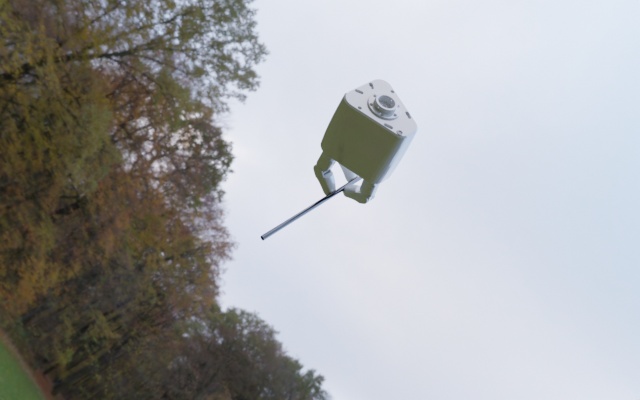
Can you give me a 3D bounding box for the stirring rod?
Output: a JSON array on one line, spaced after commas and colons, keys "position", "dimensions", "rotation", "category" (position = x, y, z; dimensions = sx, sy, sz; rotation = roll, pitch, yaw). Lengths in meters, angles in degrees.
[{"position": [0.000, 0.003, 0.763], "dimensions": [0.239, 0.011, 0.011], "rotation": [-32, 19, -34], "category": "stirring rod"}]
